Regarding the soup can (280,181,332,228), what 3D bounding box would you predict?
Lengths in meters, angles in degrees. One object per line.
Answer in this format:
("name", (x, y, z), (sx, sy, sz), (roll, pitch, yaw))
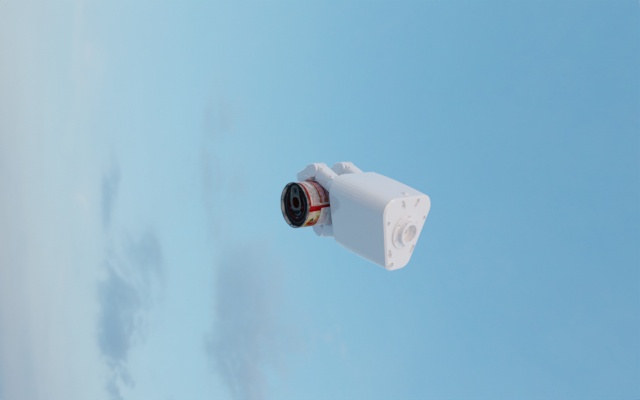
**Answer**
("soup can", (0.000, 0.002, 0.724), (0.102, 0.068, 0.068), (-7, 4, -39))
